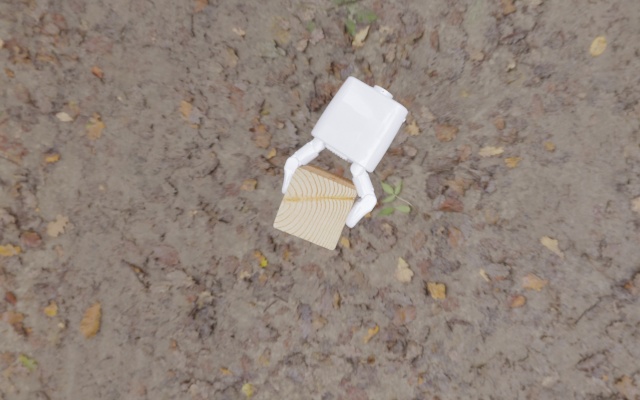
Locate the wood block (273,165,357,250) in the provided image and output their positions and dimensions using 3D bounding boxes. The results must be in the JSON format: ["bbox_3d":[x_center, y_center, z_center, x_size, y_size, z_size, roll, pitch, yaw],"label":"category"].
[{"bbox_3d":[0.000,0.002,0.737,0.091,0.090,0.206,22,6,2],"label":"wood block"}]
